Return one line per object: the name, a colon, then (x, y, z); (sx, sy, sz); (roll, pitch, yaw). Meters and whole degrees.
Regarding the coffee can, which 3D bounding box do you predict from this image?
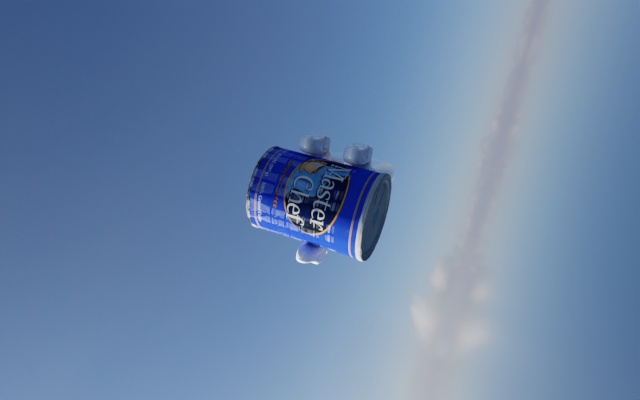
coffee can: (0.000, 0.002, 0.557); (0.140, 0.103, 0.103); (16, 5, 19)
